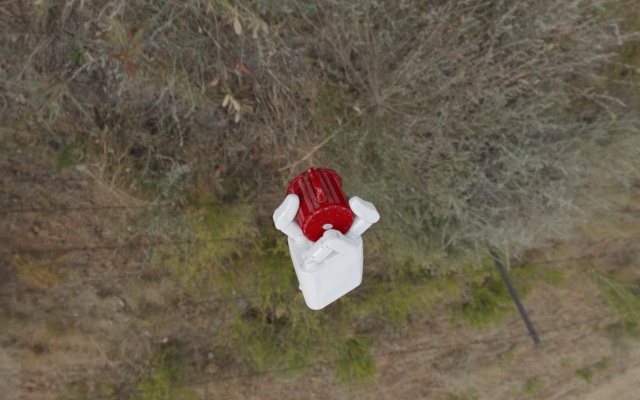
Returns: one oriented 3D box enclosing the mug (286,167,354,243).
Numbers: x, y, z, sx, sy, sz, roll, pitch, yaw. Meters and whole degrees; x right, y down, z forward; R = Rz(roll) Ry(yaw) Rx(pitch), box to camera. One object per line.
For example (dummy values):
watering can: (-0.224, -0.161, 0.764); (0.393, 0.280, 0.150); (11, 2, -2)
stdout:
mug: (0.000, 0.001, 0.721); (0.093, 0.117, 0.081); (-16, 46, -8)
